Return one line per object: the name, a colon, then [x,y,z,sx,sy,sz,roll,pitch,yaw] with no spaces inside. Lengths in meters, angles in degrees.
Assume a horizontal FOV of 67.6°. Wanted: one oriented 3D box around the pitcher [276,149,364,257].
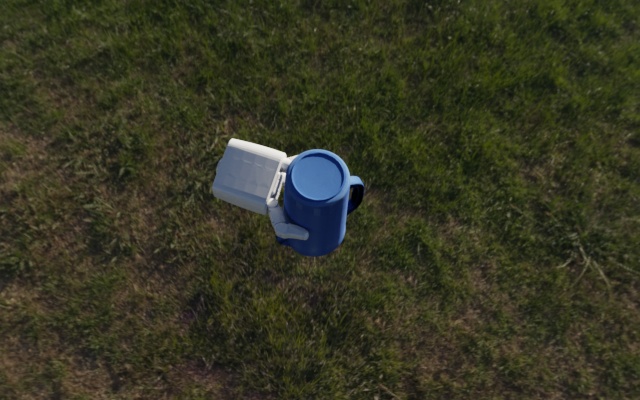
pitcher: [0.000,0.003,0.889,0.145,0.149,0.243,18,-23,5]
